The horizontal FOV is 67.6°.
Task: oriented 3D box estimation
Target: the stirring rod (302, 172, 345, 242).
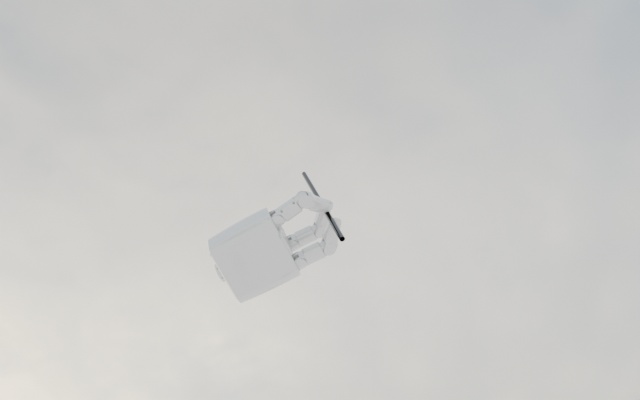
[{"bbox_3d":[0.000,0.003,0.774,0.011,0.011,0.239,0,25,-16],"label":"stirring rod"}]
